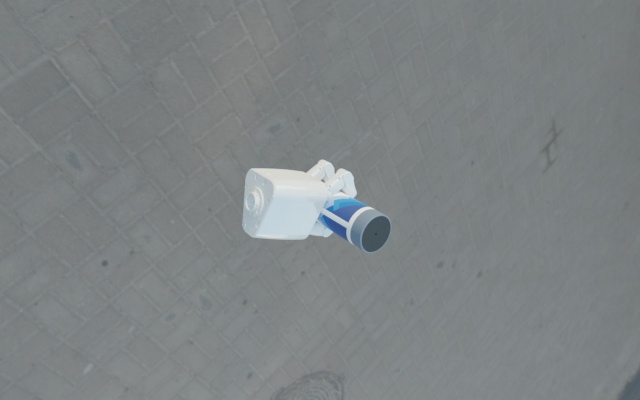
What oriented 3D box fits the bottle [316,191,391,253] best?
[{"bbox_3d":[0.000,0.003,0.855,0.069,0.069,0.295,0,20,-39],"label":"bottle"}]
